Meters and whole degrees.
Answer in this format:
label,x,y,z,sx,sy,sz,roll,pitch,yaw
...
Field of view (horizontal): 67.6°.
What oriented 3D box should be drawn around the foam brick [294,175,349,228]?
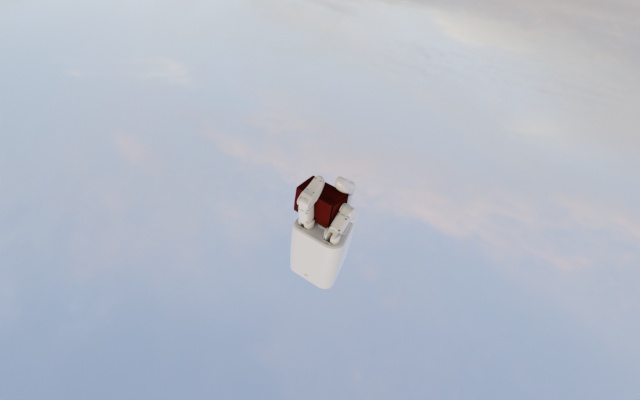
label,x,y,z,sx,sy,sz,roll,pitch,yaw
foam brick,0.000,0.002,0.823,0.078,0.051,0.053,29,41,24
